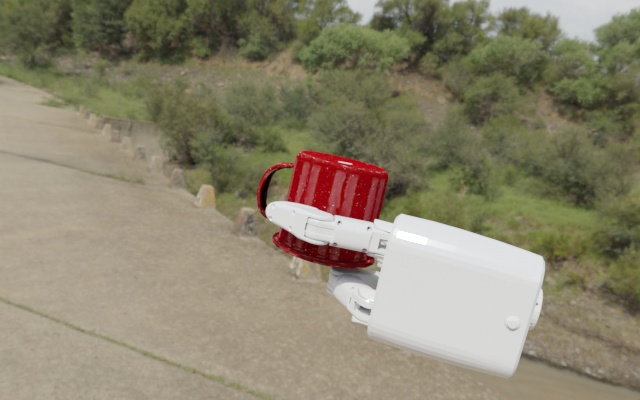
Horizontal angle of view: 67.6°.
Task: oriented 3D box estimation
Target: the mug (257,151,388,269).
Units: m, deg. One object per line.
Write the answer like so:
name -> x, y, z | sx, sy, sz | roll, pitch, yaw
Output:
mug -> -0.001, 0.001, 0.419 | 0.117, 0.081, 0.093 | 16, 10, 15
